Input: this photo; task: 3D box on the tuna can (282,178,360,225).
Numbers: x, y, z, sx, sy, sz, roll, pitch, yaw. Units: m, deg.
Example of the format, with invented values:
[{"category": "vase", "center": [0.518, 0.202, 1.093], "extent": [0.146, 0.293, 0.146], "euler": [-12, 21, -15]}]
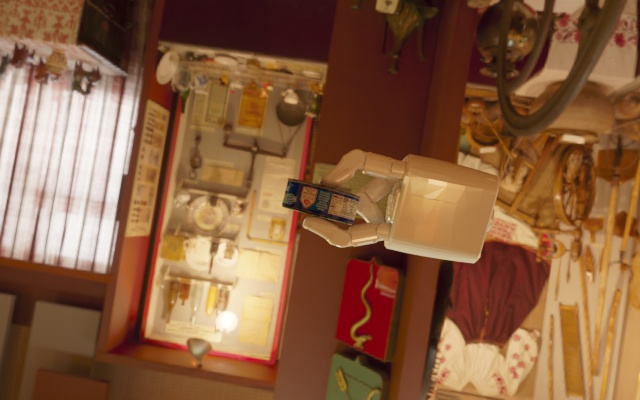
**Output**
[{"category": "tuna can", "center": [0.000, 0.002, 0.544], "extent": [0.086, 0.034, 0.086], "euler": [15, -2, 0]}]
